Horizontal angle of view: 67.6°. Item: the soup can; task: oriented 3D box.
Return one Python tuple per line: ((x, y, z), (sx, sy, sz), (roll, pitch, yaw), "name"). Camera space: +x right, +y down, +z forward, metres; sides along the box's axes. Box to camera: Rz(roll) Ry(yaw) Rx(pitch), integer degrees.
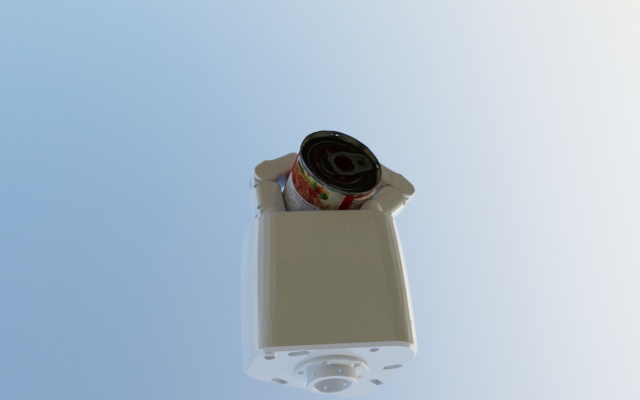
((0.000, 0.001, 0.402), (0.068, 0.068, 0.102), (0, -40, -25), "soup can")
